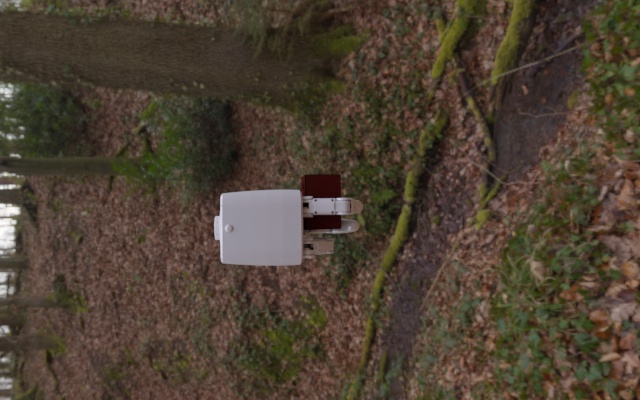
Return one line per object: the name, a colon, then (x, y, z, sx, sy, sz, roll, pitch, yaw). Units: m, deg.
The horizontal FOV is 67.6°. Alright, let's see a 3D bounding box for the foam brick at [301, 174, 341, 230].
foam brick: (0.000, 0.002, 0.672, 0.051, 0.078, 0.053, 0, -2, -7)
